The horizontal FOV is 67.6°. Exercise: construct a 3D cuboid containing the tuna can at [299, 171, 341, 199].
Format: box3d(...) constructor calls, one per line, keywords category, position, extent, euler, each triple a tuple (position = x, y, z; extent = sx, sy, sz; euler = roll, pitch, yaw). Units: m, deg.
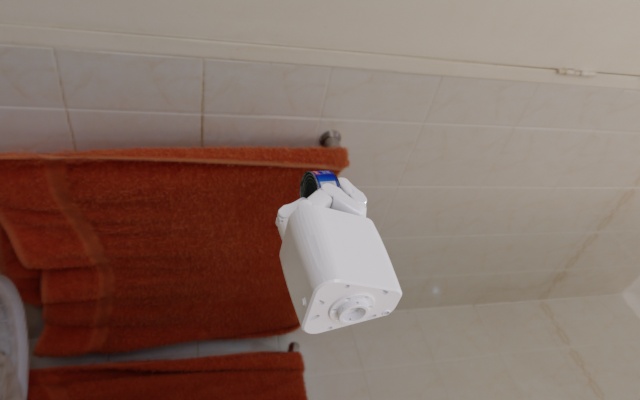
box3d(category="tuna can", position=(0.001, 0.002, 0.646), extent=(0.034, 0.086, 0.086), euler=(-5, 1, -20))
